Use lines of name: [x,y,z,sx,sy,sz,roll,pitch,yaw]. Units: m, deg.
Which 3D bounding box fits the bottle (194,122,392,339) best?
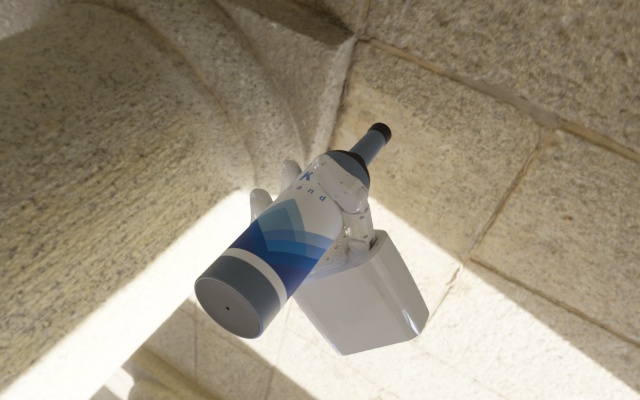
bottle: [0.000,0.002,0.465,0.069,0.069,0.295,0,34,36]
